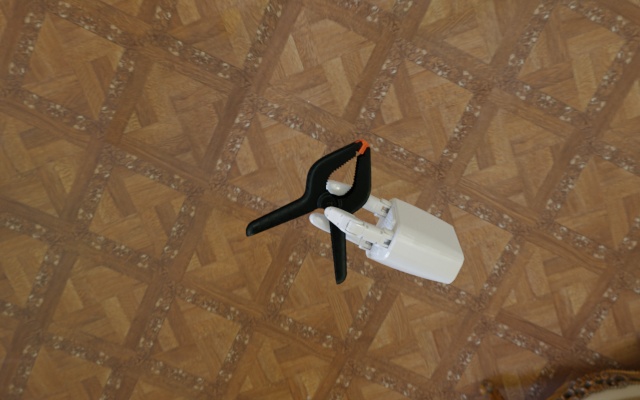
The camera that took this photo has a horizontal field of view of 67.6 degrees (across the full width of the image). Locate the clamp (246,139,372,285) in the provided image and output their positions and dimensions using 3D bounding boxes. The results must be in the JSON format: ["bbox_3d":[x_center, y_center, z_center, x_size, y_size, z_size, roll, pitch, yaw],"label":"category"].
[{"bbox_3d":[0.001,0.002,0.680,0.164,0.210,0.036,23,10,-11],"label":"clamp"}]
